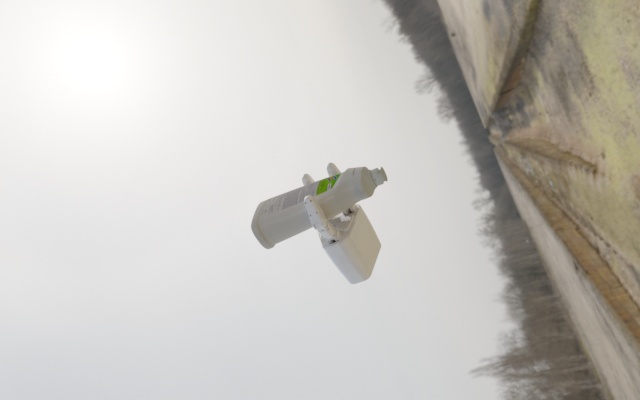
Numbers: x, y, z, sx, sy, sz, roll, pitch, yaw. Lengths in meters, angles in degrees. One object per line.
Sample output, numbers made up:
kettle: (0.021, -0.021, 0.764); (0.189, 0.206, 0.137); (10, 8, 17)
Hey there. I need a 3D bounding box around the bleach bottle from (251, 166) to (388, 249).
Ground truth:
bleach bottle: (0.000, 0.003, 0.860); (0.251, 0.068, 0.102); (-22, 29, 20)
